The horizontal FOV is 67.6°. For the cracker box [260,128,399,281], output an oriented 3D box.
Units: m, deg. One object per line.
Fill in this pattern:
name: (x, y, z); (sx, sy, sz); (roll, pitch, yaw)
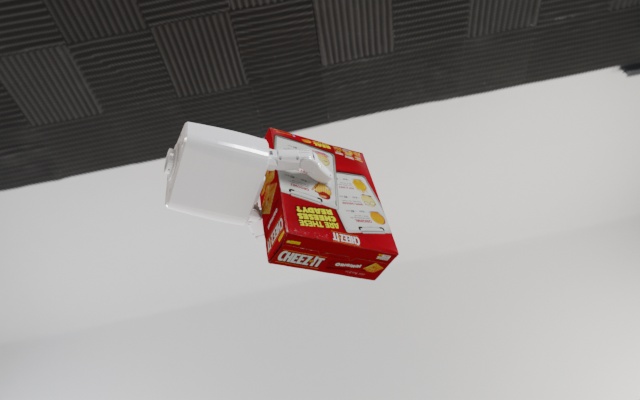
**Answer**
cracker box: (0.000, 0.002, 0.680); (0.164, 0.213, 0.072); (13, -50, -24)
